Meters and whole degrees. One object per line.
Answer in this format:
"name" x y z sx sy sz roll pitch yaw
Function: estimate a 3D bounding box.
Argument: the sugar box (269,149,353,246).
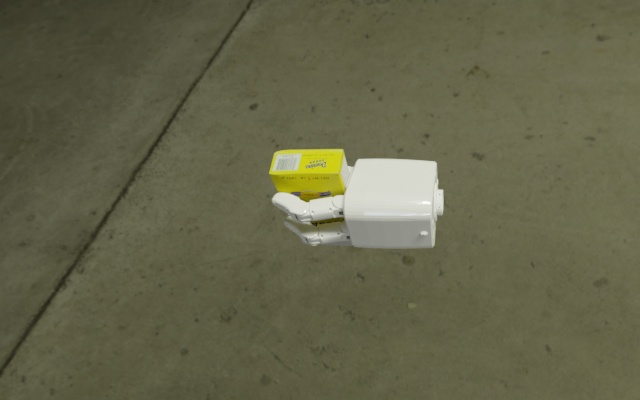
"sugar box" 0.000 0.003 0.659 0.093 0.048 0.176 1 -37 17
